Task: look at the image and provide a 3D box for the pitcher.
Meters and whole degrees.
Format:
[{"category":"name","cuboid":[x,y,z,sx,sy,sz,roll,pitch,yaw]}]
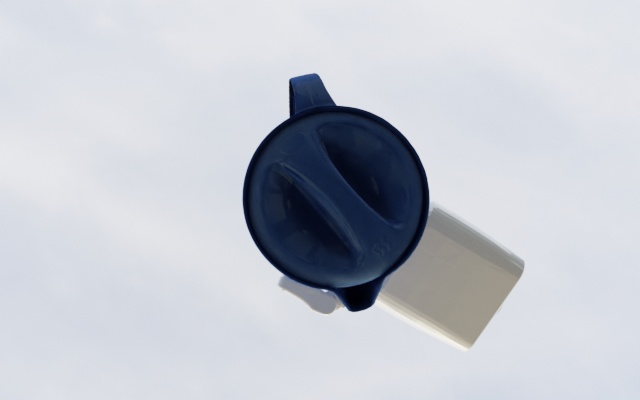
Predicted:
[{"category":"pitcher","cuboid":[0.000,0.002,0.449,0.145,0.149,0.243,30,-9,-1]}]
